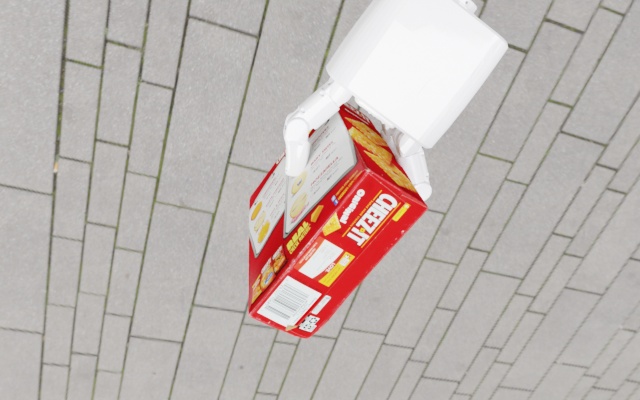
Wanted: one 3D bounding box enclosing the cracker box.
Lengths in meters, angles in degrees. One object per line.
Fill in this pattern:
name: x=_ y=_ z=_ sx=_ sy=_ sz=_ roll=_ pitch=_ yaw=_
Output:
cracker box: x=0.000 y=0.002 z=0.471 sx=0.072 sy=0.164 sz=0.213 roll=31 pitch=20 yaw=-21
